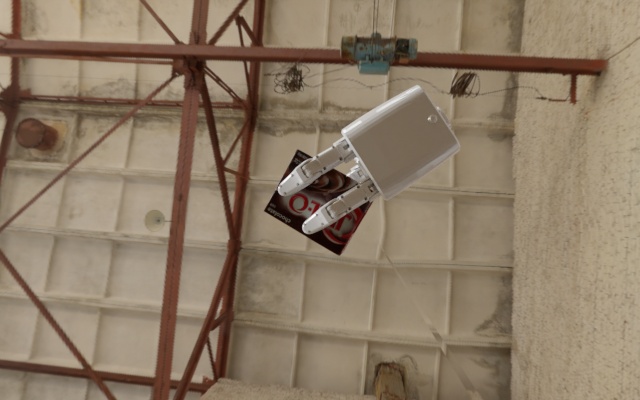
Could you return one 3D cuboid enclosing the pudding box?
[{"bbox_3d":[0.000,0.002,0.597,0.113,0.090,0.039,30,6,9],"label":"pudding box"}]
